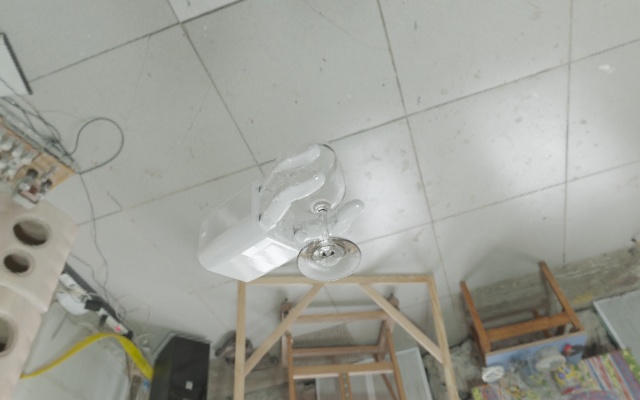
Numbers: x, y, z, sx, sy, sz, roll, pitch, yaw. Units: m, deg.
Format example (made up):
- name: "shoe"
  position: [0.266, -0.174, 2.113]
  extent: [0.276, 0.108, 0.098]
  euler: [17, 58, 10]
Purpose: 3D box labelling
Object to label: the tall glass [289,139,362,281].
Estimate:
- name: "tall glass"
  position: [0.000, 0.002, 0.612]
  extent: [0.079, 0.079, 0.200]
  euler: [0, 42, -7]
